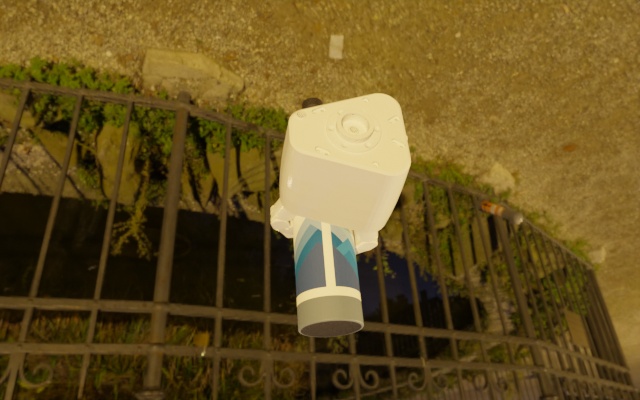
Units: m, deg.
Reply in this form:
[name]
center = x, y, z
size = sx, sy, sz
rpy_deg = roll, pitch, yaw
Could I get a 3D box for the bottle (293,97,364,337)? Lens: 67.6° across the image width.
[bottle]
center = 0.000, 0.002, 0.552
size = 0.069, 0.295, 0.069
rpy_deg = -4, -29, -2
